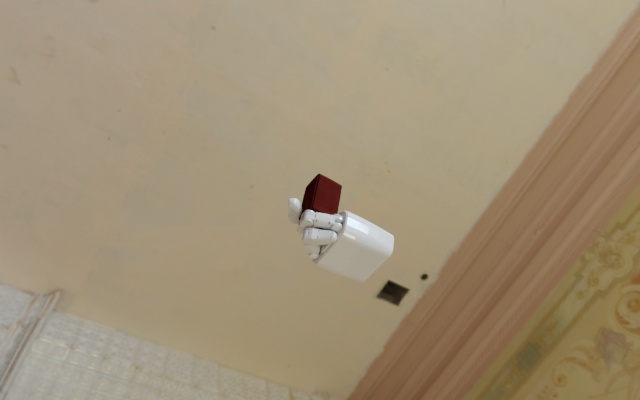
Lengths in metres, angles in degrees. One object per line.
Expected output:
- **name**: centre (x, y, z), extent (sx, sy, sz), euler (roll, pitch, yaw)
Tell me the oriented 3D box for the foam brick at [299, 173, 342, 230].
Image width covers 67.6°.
- **foam brick**: centre (0.000, 0.003, 0.863), extent (0.051, 0.078, 0.053), euler (25, -37, -18)
